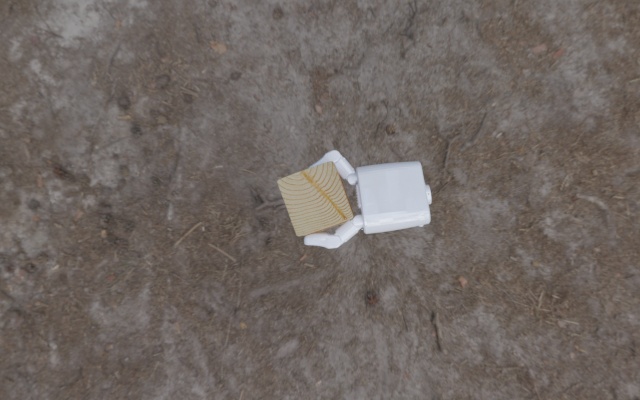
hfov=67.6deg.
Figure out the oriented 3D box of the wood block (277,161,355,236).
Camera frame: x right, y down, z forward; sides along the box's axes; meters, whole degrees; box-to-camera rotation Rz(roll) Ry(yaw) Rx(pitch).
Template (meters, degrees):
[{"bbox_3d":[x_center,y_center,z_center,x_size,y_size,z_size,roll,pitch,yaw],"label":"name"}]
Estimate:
[{"bbox_3d":[0.000,0.002,0.794,0.090,0.091,0.206,-20,-5,3],"label":"wood block"}]
